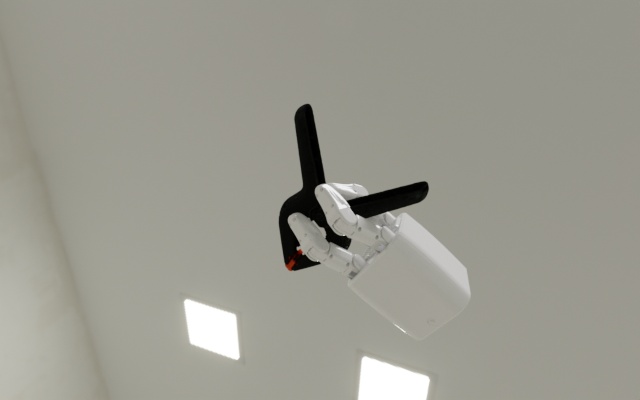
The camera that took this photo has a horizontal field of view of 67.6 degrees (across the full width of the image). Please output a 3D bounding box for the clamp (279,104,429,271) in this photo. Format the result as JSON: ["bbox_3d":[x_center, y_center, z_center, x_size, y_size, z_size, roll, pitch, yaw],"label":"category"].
[{"bbox_3d":[0.000,0.002,0.558,0.210,0.164,0.036,-51,-2,36],"label":"clamp"}]
